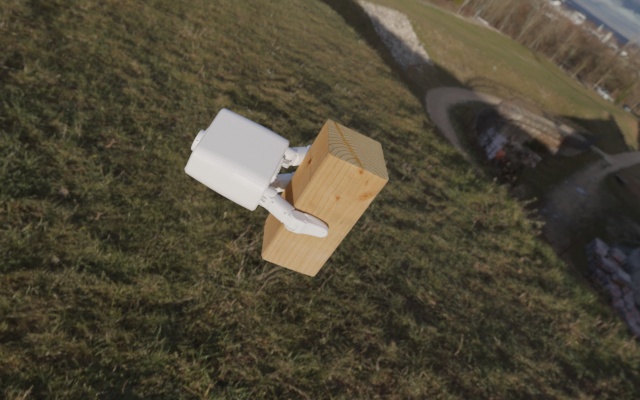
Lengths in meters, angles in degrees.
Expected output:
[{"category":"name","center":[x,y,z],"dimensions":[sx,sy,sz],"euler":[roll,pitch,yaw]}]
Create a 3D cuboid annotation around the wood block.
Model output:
[{"category":"wood block","center":[0.000,0.002,0.687],"dimensions":[0.090,0.206,0.090],"euler":[22,35,-18]}]
